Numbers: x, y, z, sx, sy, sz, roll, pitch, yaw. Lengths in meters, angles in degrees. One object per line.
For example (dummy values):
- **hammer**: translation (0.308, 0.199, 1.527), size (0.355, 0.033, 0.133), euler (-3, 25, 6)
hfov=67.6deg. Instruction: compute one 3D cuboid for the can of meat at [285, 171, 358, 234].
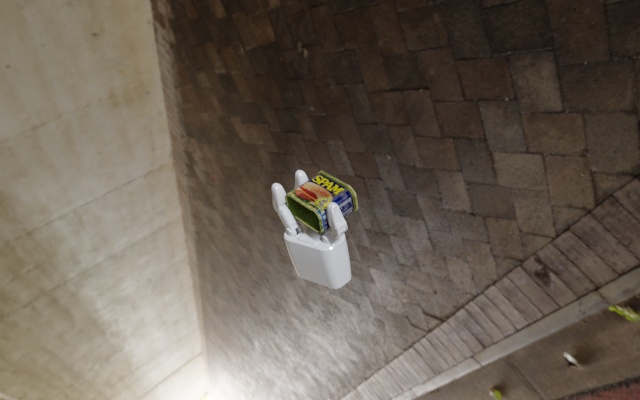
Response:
- **can of meat**: translation (0.000, 0.003, 0.839), size (0.084, 0.057, 0.102), euler (-34, 44, -26)
